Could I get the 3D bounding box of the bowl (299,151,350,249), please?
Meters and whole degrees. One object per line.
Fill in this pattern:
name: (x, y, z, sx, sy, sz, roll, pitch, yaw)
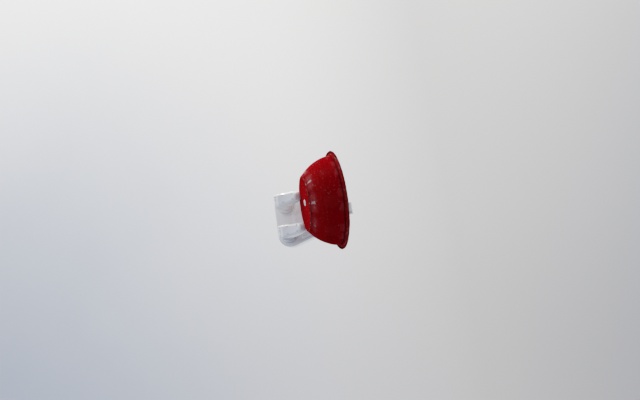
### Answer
bowl: (0.000, 0.002, 0.773, 0.055, 0.162, 0.162, -7, 1, -11)
